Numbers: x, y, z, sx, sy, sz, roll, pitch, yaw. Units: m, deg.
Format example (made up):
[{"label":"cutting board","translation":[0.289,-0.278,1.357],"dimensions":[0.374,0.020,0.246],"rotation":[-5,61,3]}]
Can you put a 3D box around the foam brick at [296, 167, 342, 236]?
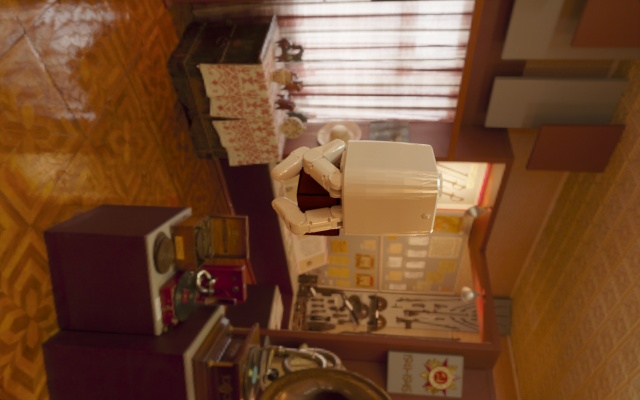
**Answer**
[{"label":"foam brick","translation":[0.000,0.002,0.610],"dimensions":[0.051,0.053,0.078],"rotation":[1,-43,5]}]
